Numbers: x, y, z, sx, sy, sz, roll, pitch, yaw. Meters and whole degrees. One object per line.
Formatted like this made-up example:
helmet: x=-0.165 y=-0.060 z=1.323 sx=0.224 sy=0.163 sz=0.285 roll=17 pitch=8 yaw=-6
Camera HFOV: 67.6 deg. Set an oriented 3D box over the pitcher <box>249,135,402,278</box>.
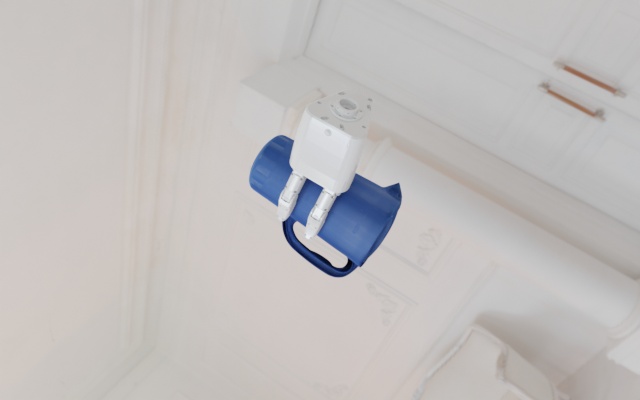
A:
pitcher: x=0.000 y=0.002 z=0.794 sx=0.243 sy=0.145 sz=0.149 roll=32 pitch=49 yaw=11
